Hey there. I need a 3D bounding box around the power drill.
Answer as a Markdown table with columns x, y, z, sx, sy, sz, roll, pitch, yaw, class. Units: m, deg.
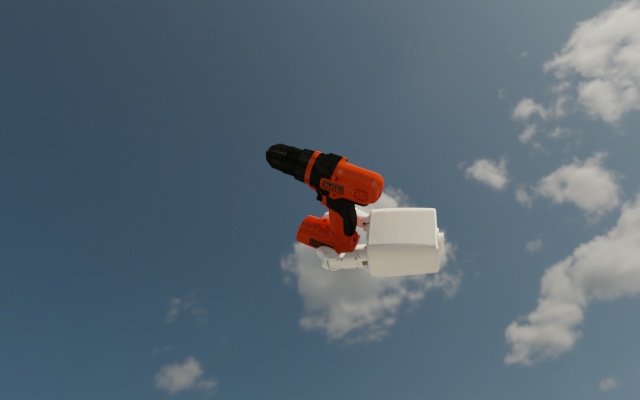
| x | y | z | sx | sy | sz | roll | pitch | yaw | class |
| --- | --- | --- | --- | --- | --- | --- | --- | --- | --- |
| 0.000 | 0.003 | 0.754 | 0.184 | 0.057 | 0.188 | 21 | -38 | 15 | power drill |
